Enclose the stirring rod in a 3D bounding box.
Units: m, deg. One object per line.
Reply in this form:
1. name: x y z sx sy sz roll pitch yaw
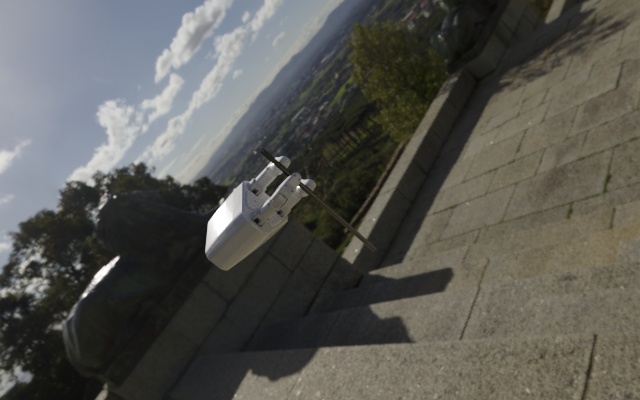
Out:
1. stirring rod: 0.000 0.003 0.744 0.239 0.011 0.011 41 -12 -13
